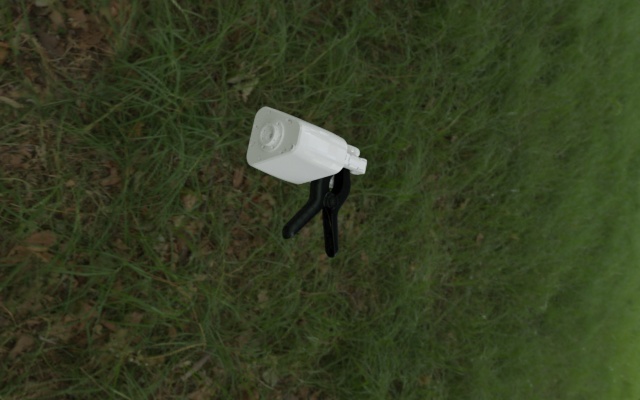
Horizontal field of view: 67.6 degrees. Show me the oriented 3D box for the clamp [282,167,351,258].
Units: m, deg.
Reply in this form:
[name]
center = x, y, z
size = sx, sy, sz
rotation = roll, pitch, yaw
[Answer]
[clamp]
center = 0.001, 0.002, 0.775
size = 0.039, 0.171, 0.120
rotation = 7, -7, 41
